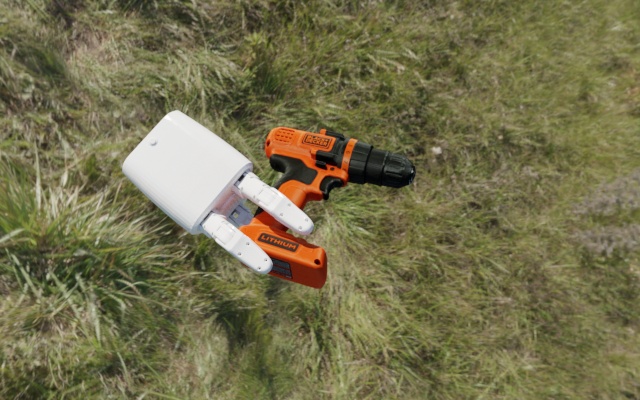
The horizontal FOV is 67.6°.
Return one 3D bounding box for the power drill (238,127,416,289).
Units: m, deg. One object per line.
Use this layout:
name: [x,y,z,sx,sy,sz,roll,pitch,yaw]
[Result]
power drill: [0.000,0.002,0.537,0.184,0.187,0.057,13,-36,15]
